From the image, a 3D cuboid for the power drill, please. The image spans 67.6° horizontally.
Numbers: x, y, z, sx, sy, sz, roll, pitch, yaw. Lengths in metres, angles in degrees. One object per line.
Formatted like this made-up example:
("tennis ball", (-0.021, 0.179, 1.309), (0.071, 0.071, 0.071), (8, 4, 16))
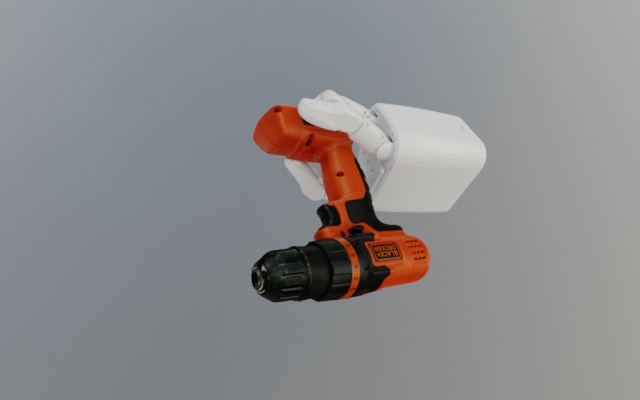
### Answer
("power drill", (0.000, 0.001, 0.440), (0.184, 0.187, 0.057), (1, -32, -40))
